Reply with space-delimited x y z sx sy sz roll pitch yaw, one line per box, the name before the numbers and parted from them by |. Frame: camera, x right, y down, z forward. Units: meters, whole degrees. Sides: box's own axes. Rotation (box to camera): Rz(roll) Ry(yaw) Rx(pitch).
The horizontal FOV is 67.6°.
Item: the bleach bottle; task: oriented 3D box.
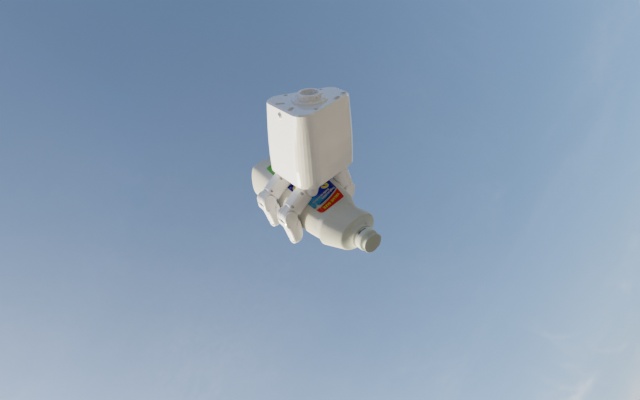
bleach bottle | 0.000 0.002 0.708 0.102 0.068 0.250 -24 37 -29
